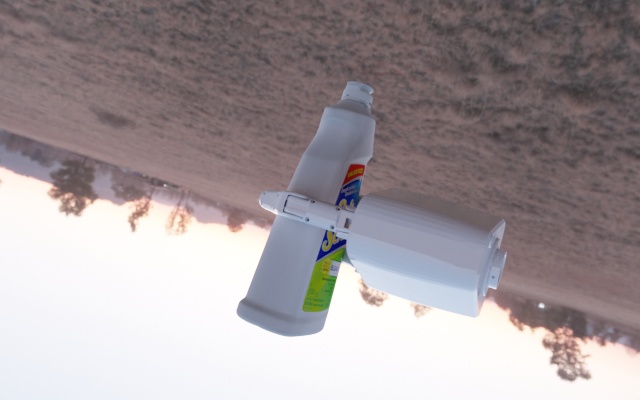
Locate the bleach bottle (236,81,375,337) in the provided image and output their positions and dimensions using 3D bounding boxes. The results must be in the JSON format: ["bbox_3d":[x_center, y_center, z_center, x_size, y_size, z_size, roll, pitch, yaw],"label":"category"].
[{"bbox_3d":[0.000,0.002,0.472,0.068,0.251,0.102,16,-4,25],"label":"bleach bottle"}]
